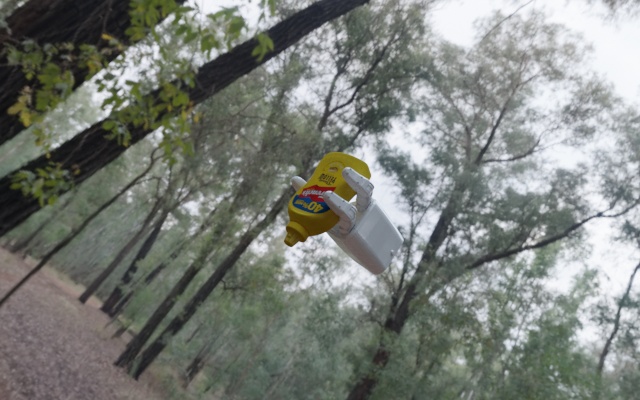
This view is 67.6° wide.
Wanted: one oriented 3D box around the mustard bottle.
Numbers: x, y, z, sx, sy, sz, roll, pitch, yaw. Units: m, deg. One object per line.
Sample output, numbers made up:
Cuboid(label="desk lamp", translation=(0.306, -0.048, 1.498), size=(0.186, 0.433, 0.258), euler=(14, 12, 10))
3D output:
Cuboid(label="mustard bottle", translation=(0.000, 0.002, 0.814), size=(0.096, 0.191, 0.058), euler=(20, -30, 34))
